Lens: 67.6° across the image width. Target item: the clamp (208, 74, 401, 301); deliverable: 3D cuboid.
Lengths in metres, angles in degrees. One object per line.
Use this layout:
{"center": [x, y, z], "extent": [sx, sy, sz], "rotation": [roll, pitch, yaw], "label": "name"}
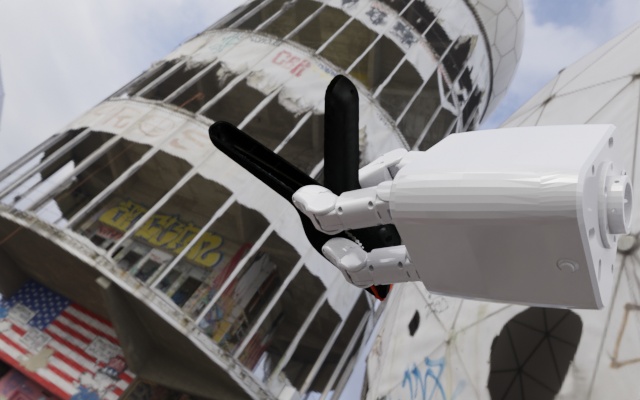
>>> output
{"center": [0.001, 0.001, 0.403], "extent": [0.164, 0.210, 0.036], "rotation": [2, 41, 44], "label": "clamp"}
